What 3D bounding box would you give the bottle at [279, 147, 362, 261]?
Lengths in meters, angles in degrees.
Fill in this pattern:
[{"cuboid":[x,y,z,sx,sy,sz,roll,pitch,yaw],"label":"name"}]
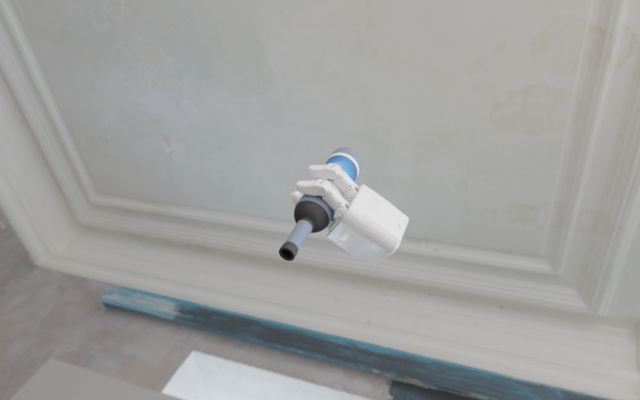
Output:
[{"cuboid":[0.000,0.003,0.853,0.069,0.069,0.295,0,34,26],"label":"bottle"}]
